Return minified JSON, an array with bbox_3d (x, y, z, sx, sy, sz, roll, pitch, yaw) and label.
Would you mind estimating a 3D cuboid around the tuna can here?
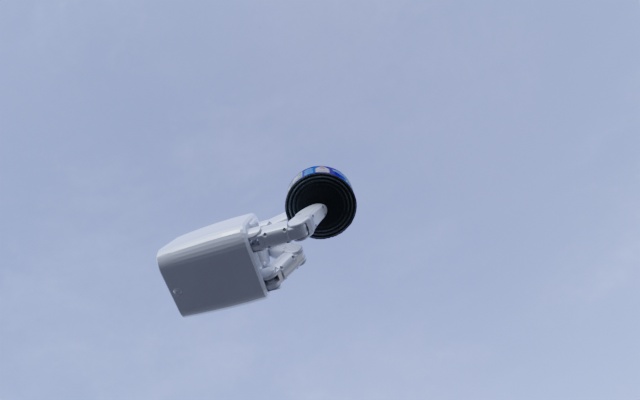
[{"bbox_3d":[0.000,0.002,0.582,0.086,0.086,0.033,0,21,-2],"label":"tuna can"}]
